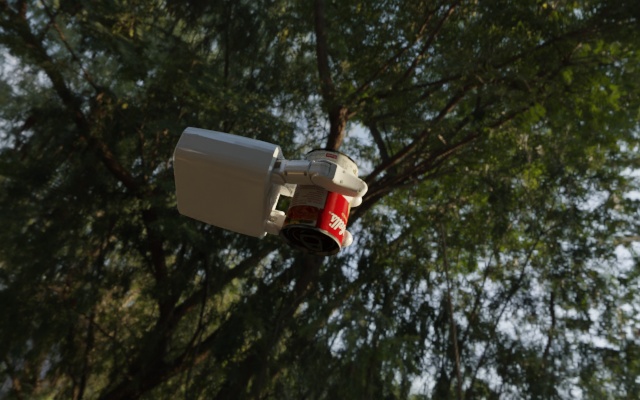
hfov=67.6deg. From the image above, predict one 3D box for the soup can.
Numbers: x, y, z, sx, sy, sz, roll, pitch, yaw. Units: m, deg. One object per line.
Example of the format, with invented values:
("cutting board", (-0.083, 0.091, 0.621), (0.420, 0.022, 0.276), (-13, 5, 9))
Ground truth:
("soup can", (0.001, 0.002, 0.532), (0.068, 0.102, 0.068), (12, -29, 7))
